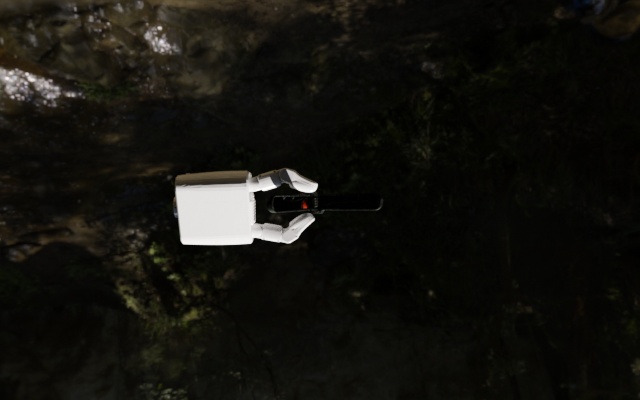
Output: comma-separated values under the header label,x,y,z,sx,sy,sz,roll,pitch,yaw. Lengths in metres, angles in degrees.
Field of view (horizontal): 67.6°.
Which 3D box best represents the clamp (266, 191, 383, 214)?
label,x,y,z,sx,sy,sz,roll,pitch,yaw
clamp,0.000,0.003,0.747,0.164,0.036,0.210,0,0,-5
